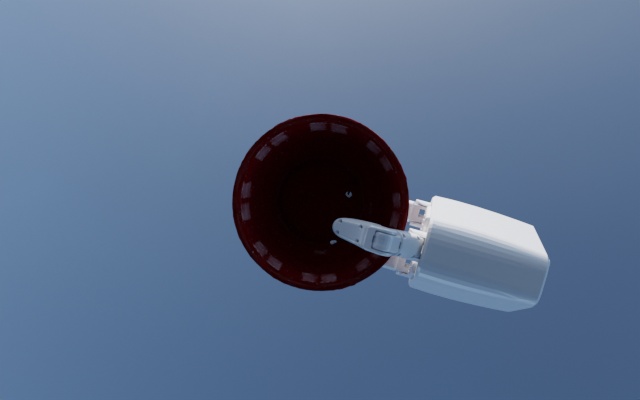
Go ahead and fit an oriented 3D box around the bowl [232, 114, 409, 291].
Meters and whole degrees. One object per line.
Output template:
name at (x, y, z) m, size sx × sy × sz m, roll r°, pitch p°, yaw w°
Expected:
bowl at (-0.001, 0.001, 0.458) m, size 0.162 × 0.162 × 0.055 m, roll 0°, pitch 2°, yaw 0°
